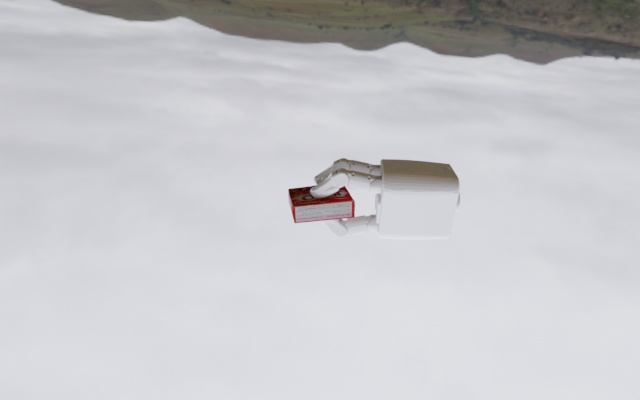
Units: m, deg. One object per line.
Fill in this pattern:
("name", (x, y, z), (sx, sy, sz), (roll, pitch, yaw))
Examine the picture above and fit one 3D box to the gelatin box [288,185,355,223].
("gelatin box", (0.000, 0.003, 0.698), (0.089, 0.030, 0.073), (-6, 22, -7))
